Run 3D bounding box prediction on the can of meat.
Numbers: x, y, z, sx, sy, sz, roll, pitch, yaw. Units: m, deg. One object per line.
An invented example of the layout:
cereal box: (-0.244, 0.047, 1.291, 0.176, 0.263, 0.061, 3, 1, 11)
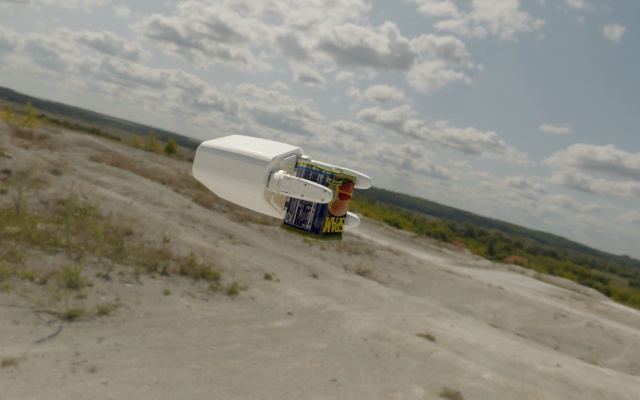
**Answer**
can of meat: (0.000, 0.002, 0.588, 0.057, 0.084, 0.102, 16, 3, 22)
